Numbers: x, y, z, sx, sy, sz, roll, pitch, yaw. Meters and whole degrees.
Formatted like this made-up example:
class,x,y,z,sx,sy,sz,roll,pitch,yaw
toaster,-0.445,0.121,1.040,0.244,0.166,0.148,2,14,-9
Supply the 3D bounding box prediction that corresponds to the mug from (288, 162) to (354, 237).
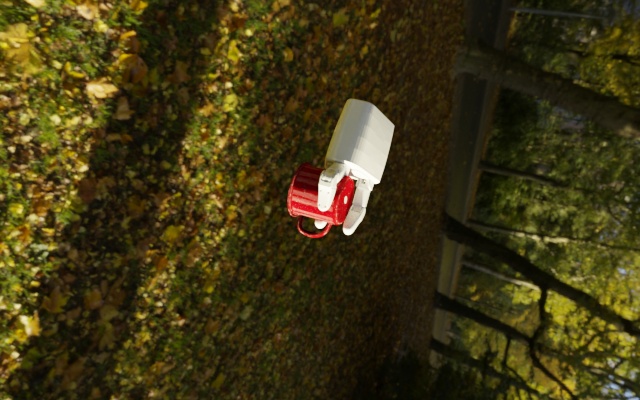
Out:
class,x,y,z,sx,sy,sz,roll,pitch,yaw
mug,0.000,0.004,0.772,0.081,0.117,0.093,15,-7,20
